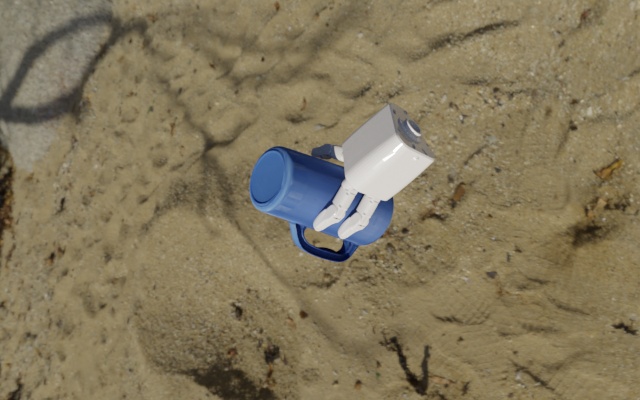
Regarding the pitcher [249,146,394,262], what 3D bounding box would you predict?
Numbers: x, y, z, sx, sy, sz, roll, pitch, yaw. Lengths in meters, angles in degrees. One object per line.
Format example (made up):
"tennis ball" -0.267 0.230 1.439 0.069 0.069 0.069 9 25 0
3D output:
"pitcher" 0.000 0.003 0.821 0.243 0.149 0.145 18 -44 -41
